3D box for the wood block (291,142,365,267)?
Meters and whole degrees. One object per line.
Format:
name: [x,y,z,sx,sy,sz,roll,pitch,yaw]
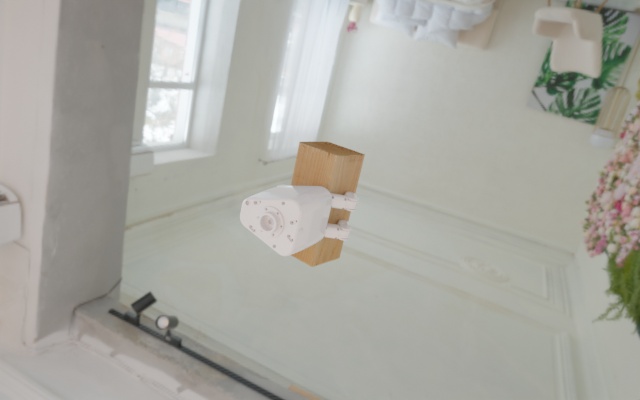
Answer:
wood block: [0.000,0.003,0.876,0.091,0.206,0.090,24,20,33]
